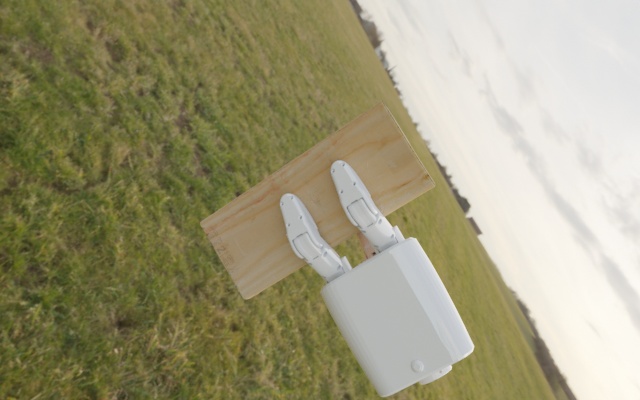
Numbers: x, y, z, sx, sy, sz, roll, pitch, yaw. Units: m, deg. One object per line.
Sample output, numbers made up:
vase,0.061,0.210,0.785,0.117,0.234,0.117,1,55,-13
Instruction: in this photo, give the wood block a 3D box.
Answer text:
wood block,0.000,0.002,0.472,0.206,0.090,0.091,-32,-4,13
